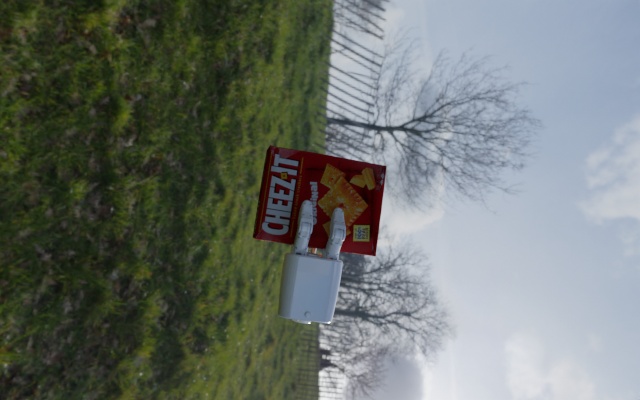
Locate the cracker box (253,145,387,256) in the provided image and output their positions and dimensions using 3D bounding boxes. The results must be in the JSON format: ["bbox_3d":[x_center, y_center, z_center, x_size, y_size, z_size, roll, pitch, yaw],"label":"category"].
[{"bbox_3d":[0.000,0.003,0.839,0.214,0.164,0.072,9,-5,-10],"label":"cracker box"}]
